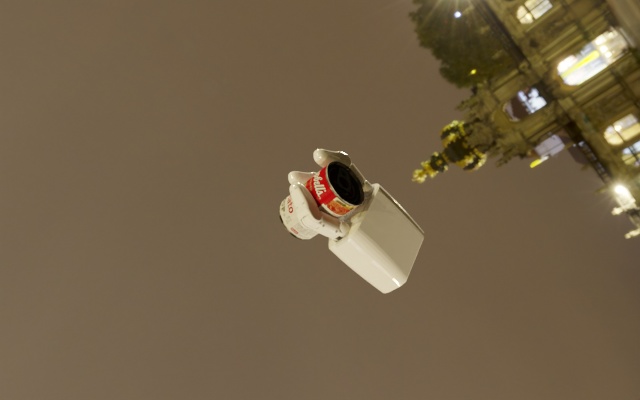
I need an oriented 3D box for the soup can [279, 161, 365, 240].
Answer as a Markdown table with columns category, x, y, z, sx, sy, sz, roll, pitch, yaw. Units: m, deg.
| category | x | y | z | sx | sy | sz | roll | pitch | yaw |
| --- | --- | --- | --- | --- | --- | --- | --- | --- | --- |
| soup can | 0.000 | 0.002 | 0.646 | 0.102 | 0.068 | 0.068 | -37 | -23 | 35 |
